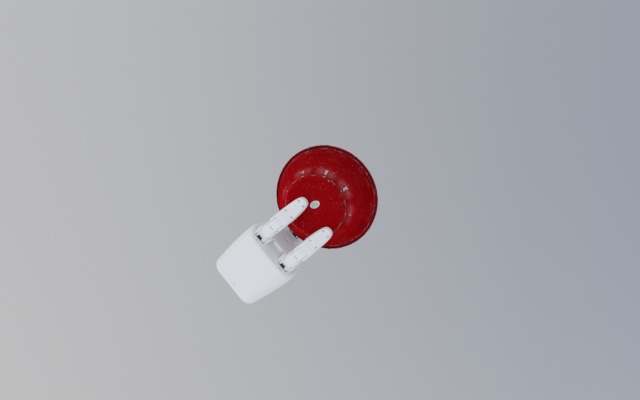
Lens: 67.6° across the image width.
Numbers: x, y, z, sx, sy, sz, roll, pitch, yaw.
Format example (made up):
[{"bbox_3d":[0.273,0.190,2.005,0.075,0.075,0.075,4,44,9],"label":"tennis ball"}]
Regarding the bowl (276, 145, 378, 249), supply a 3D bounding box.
[{"bbox_3d":[0.001,0.001,0.700,0.162,0.162,0.055,0,13,18],"label":"bowl"}]
